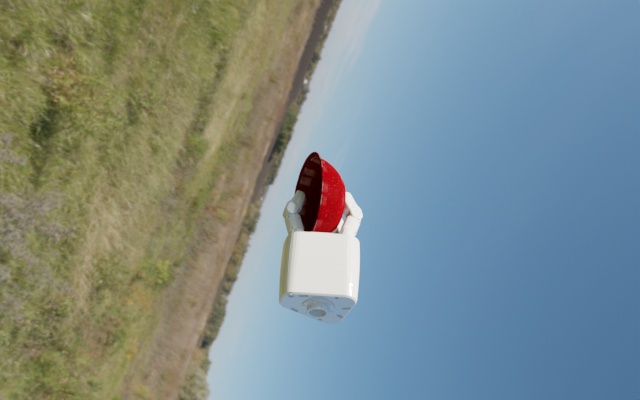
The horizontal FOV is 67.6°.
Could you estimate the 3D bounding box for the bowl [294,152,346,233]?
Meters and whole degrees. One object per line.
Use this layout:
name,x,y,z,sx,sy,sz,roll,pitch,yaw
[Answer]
bowl,0.001,0.001,0.800,0.055,0.162,0.162,8,-3,-18
